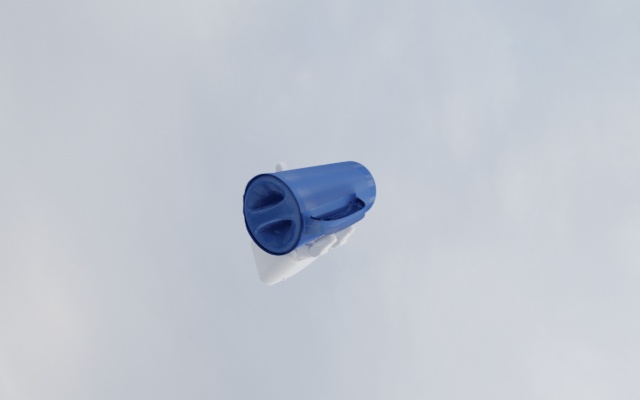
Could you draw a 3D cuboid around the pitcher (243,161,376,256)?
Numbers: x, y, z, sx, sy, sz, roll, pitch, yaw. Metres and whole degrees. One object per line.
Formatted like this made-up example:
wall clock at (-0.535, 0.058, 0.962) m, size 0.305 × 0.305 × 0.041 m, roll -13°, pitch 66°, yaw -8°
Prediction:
pitcher at (0.000, 0.003, 0.829) m, size 0.243 × 0.149 × 0.145 m, roll -18°, pitch -19°, yaw -48°
